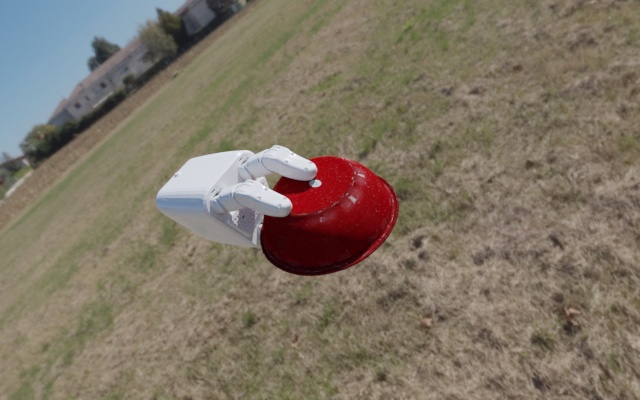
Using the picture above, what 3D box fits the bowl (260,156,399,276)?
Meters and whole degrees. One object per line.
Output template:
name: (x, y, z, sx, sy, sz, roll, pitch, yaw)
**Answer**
bowl: (0.001, 0.001, 0.517, 0.162, 0.055, 0.162, -13, 41, 12)
